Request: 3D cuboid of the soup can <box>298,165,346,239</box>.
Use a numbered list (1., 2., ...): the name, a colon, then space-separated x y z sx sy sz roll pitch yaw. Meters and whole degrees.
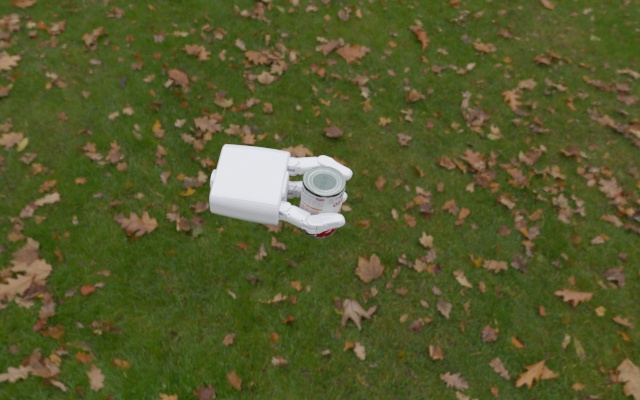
1. soup can: 0.001 0.002 0.751 0.068 0.068 0.102 0 -42 -8
